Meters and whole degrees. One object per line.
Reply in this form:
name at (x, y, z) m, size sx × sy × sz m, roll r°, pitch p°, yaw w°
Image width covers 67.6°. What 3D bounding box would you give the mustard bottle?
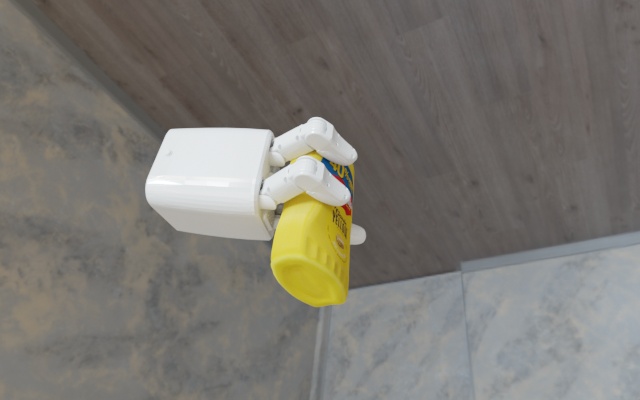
mustard bottle at (0.000, 0.002, 0.481) m, size 0.058 × 0.191 × 0.096 m, roll -14°, pitch -43°, yaw 24°
